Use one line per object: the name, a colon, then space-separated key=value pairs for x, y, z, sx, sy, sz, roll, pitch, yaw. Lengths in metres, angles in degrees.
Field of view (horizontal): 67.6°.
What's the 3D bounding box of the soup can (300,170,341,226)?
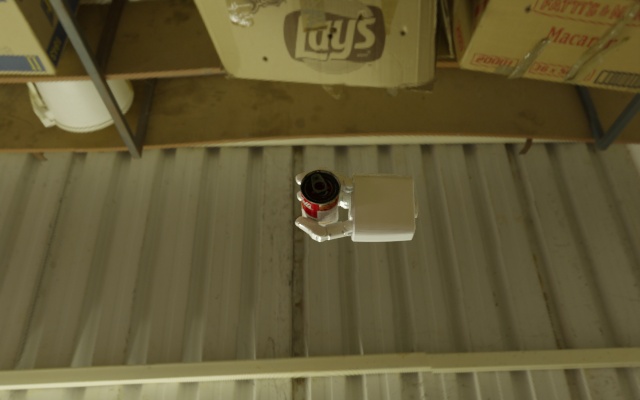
soup can: x=0.000 y=0.003 z=0.834 sx=0.068 sy=0.068 sz=0.102 roll=0 pitch=-31 yaw=0
